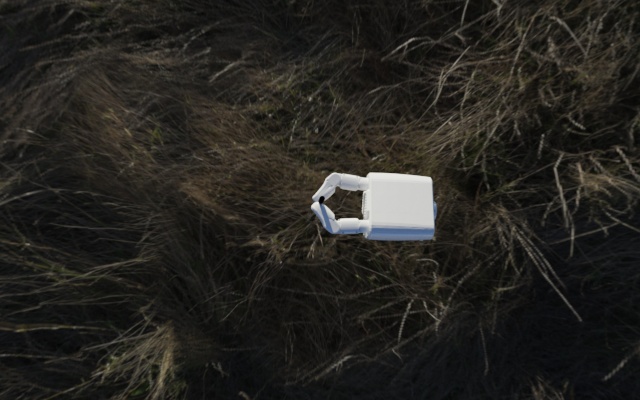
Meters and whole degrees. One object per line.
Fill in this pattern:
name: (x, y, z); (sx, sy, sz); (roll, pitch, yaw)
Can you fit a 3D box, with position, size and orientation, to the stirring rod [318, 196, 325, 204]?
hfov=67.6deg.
stirring rod: (0.000, 0.003, 0.781); (0.011, 0.011, 0.239); (0, -2, -1)
